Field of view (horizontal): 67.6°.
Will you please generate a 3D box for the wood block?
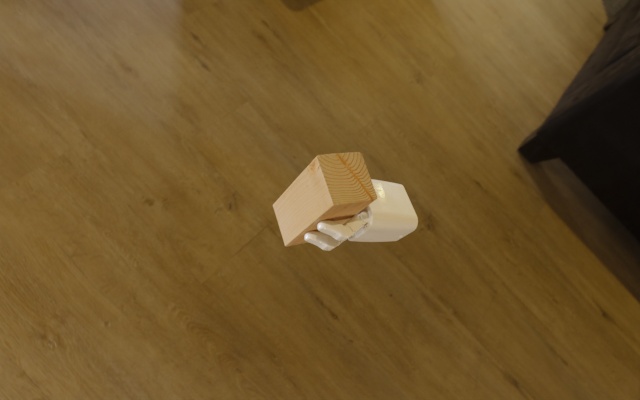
[{"bbox_3d":[0.000,0.002,0.854,0.090,0.090,0.206,-8,-19,-30],"label":"wood block"}]
